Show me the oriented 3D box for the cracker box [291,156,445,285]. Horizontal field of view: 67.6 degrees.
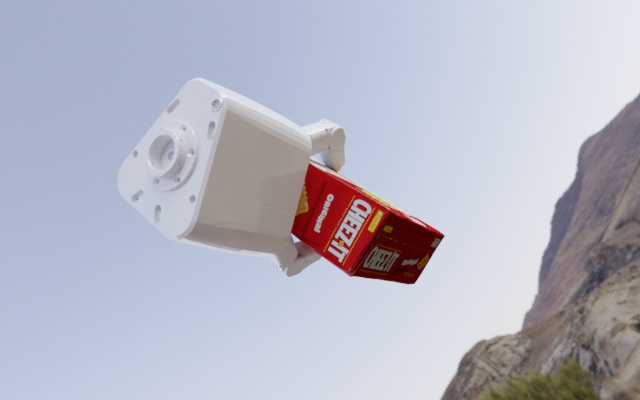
[{"bbox_3d":[0.000,0.001,0.491,0.213,0.072,0.164,33,7,31],"label":"cracker box"}]
